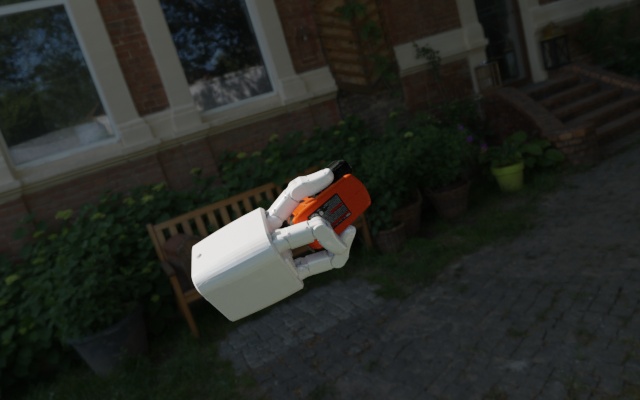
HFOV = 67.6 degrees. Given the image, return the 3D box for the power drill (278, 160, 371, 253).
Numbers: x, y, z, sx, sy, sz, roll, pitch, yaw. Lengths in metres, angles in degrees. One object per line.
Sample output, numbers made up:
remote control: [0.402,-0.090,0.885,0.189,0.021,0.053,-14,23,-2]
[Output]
power drill: [0.000,0.002,0.690,0.184,0.057,0.187,-42,12,-13]
